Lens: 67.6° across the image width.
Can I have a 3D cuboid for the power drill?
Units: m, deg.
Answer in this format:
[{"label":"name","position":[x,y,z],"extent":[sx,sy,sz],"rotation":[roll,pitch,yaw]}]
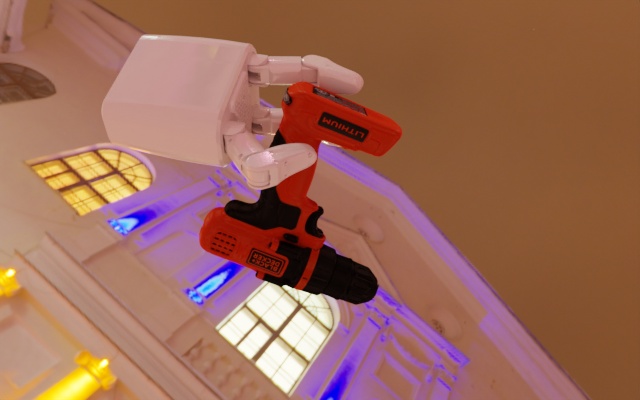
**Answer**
[{"label":"power drill","position":[0.000,0.001,0.442],"extent":[0.184,0.188,0.057],"rotation":[22,20,-12]}]
